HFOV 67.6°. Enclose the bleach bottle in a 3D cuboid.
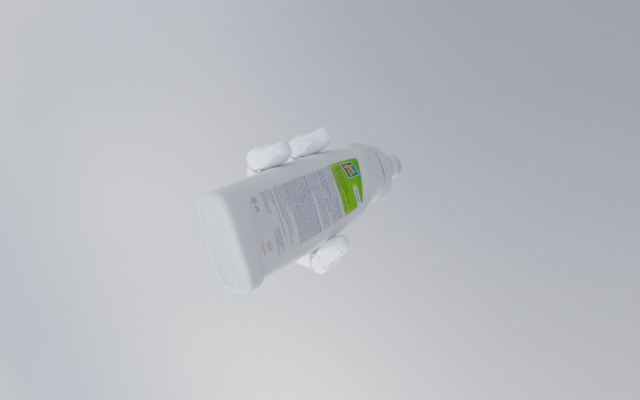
[{"bbox_3d":[0.000,0.002,0.513,0.251,0.102,0.068,-22,12,-38],"label":"bleach bottle"}]
